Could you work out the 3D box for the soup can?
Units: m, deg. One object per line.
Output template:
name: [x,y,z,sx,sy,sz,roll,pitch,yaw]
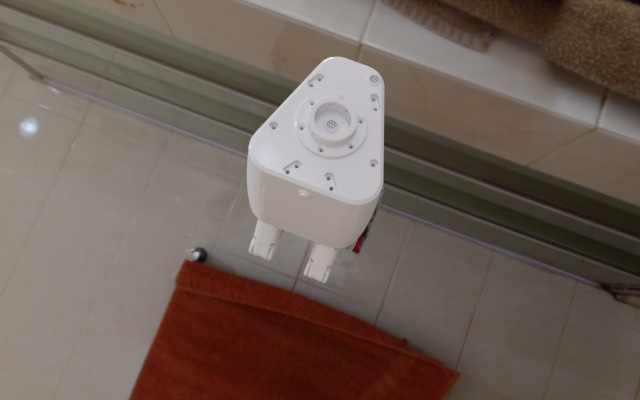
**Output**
soup can: [0.000,0.001,0.452,0.102,0.068,0.068,21,1,2]
